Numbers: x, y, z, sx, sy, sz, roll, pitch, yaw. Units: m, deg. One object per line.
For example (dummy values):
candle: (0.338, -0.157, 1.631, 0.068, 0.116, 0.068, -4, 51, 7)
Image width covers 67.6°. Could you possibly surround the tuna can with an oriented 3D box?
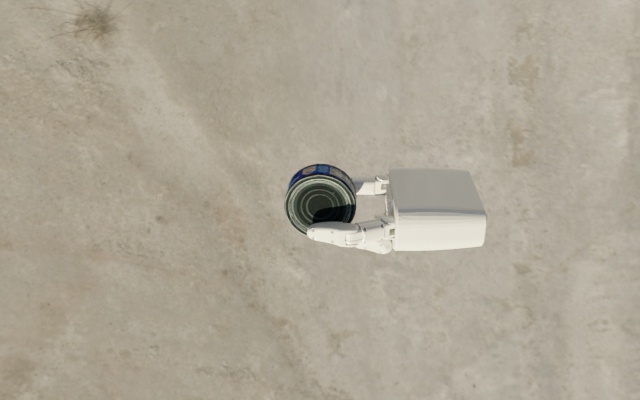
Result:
tuna can: (0.000, 0.002, 0.566, 0.086, 0.086, 0.033, 0, 25, 3)
